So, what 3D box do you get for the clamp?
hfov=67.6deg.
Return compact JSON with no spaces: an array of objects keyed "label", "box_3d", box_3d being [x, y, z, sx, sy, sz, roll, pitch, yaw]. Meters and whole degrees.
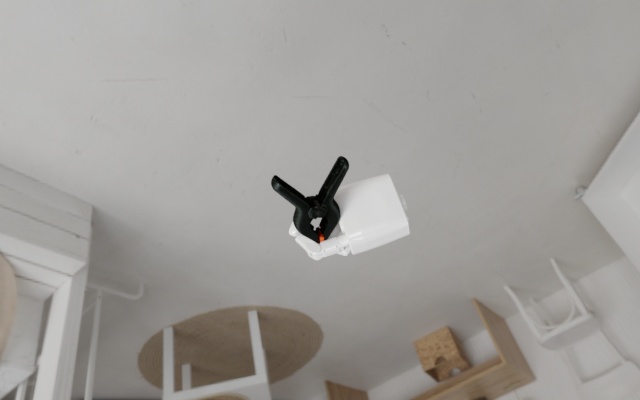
[{"label":"clamp","box_3d":[0.000,0.003,0.760,0.120,0.039,0.172,-18,-41,1]}]
